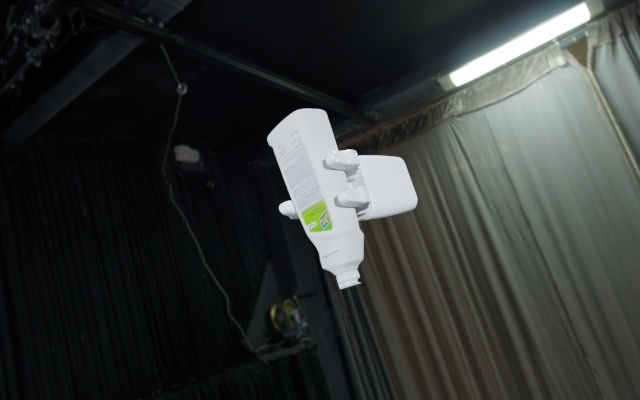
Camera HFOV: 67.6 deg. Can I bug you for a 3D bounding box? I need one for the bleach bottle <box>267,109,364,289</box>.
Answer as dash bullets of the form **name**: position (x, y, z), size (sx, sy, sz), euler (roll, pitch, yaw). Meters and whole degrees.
- **bleach bottle**: position (0.000, 0.002, 0.678), size (0.068, 0.250, 0.102), euler (-7, -17, -37)
